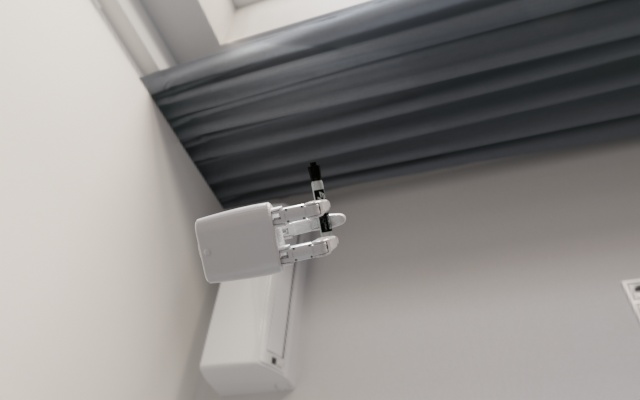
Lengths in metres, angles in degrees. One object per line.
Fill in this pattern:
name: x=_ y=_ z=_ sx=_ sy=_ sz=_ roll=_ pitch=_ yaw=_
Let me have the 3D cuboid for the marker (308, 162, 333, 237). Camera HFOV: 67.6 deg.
marker: x=0.000 y=0.002 z=0.713 sx=0.020 sy=0.121 sz=0.020 roll=-11 pitch=2 yaw=0
